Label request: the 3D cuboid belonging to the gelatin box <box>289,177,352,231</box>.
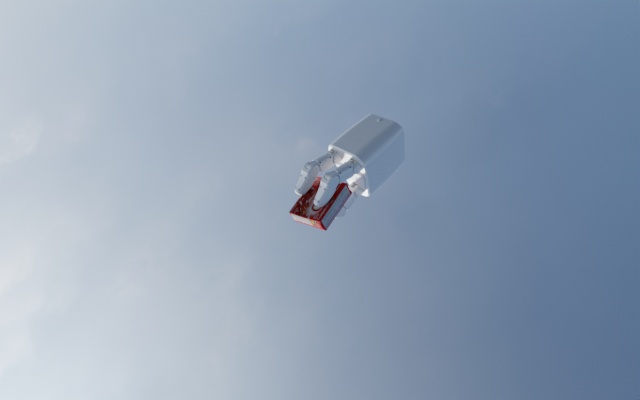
[{"bbox_3d":[0.000,0.003,0.824,0.073,0.089,0.030,16,-29,39],"label":"gelatin box"}]
